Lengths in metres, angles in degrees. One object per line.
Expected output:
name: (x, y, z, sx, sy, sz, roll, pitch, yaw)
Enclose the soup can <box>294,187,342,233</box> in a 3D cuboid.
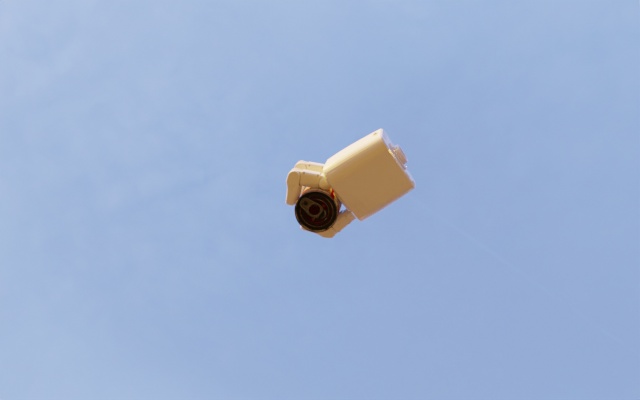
soup can: (0.000, 0.003, 0.779, 0.068, 0.068, 0.102, 0, 18, 8)
